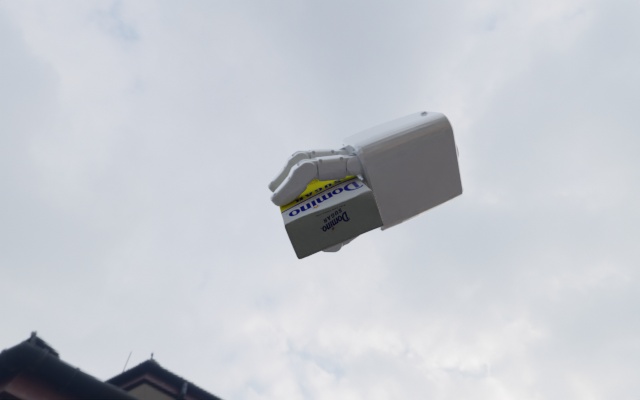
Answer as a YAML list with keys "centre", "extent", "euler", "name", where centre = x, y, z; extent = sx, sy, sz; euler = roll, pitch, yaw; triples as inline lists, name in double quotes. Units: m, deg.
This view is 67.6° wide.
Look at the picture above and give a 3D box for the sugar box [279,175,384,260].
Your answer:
- centre: [0.000, 0.001, 0.537]
  extent: [0.093, 0.048, 0.176]
  euler: [-22, 15, -4]
  name: "sugar box"
